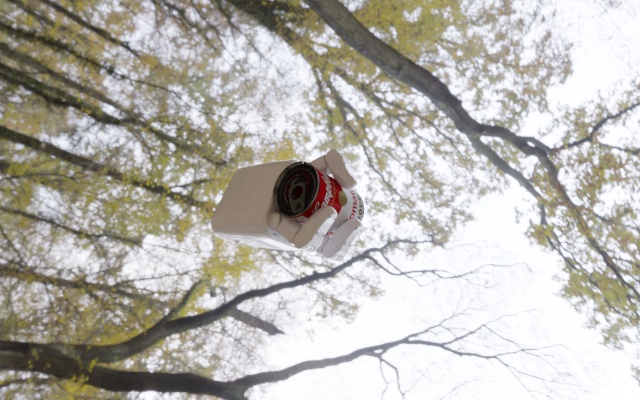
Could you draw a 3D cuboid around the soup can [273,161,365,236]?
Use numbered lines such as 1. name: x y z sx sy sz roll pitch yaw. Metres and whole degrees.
1. soup can: 0.001 0.002 0.584 0.068 0.068 0.102 0 -18 38
